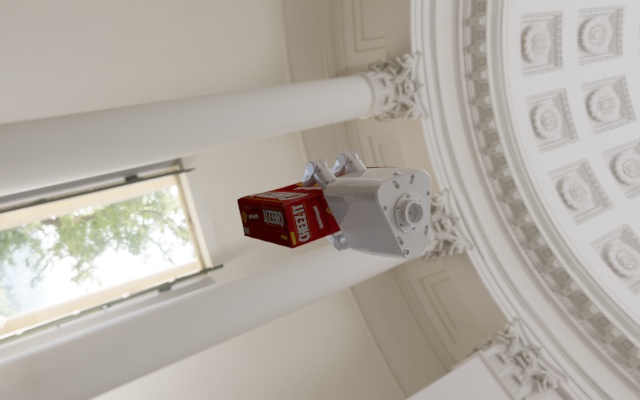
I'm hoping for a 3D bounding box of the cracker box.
[{"bbox_3d":[0.000,0.003,0.750,0.213,0.072,0.164,-17,11,-30],"label":"cracker box"}]
